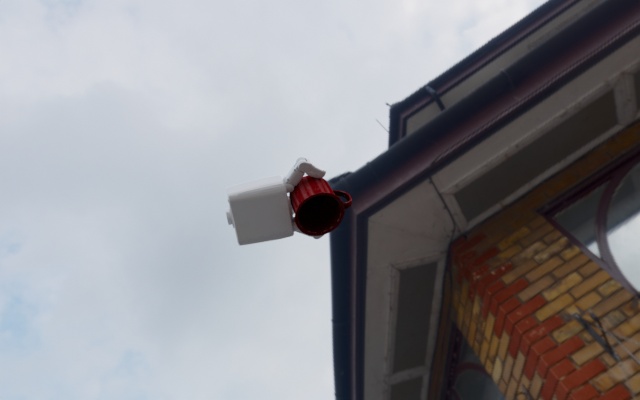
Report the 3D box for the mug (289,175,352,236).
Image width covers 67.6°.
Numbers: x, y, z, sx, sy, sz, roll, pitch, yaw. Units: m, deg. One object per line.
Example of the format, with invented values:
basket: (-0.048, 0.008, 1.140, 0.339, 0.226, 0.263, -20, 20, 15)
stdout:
mug: (0.001, 0.002, 0.887, 0.117, 0.093, 0.081, -11, 34, -11)
